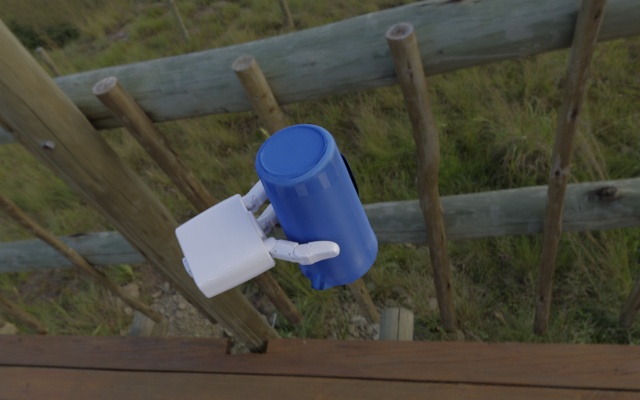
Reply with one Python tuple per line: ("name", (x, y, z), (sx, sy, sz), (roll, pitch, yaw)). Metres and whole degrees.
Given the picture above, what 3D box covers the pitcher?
("pitcher", (0.000, 0.002, 0.697), (0.145, 0.149, 0.243), (-26, -42, -3))
